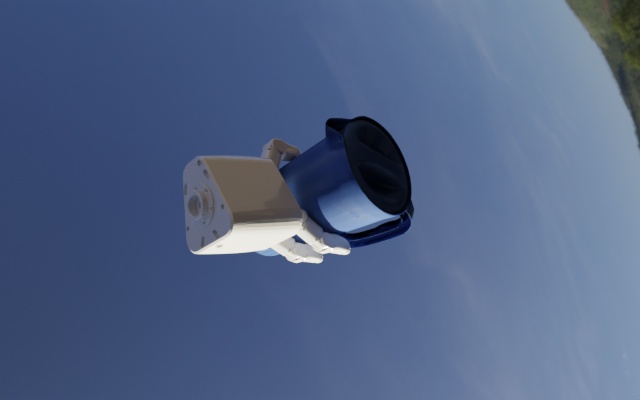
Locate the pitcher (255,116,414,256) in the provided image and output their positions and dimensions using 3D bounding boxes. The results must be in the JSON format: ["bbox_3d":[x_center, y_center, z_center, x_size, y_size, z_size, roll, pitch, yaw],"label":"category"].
[{"bbox_3d":[0.000,0.002,0.664,0.243,0.149,0.145,-26,-17,38],"label":"pitcher"}]
